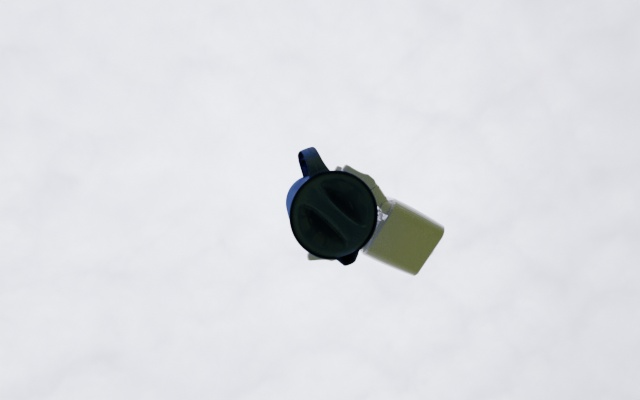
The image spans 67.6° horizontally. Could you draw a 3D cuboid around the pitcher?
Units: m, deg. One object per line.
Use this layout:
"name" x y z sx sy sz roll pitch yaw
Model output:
"pitcher" 0.000 0.003 0.812 0.145 0.149 0.243 23 1 -10
